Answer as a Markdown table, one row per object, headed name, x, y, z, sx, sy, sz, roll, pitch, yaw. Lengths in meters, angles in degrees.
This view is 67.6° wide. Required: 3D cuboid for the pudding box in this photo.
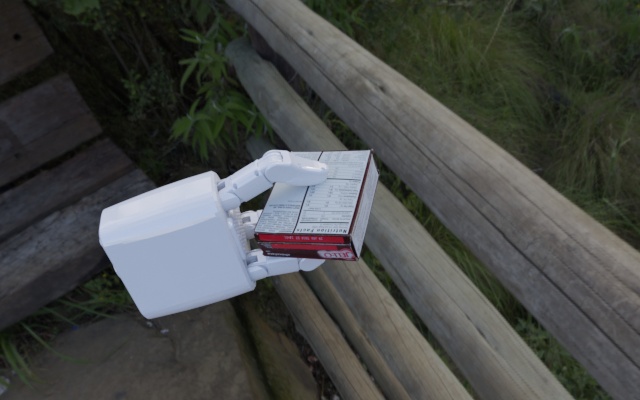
| name | x | y | z | sx | sy | sz | roll | pitch | yaw |
| --- | --- | --- | --- | --- | --- | --- | --- | --- | --- |
| pudding box | 0.000 | 0.001 | 0.439 | 0.090 | 0.113 | 0.039 | 1 | -42 | 20 |
